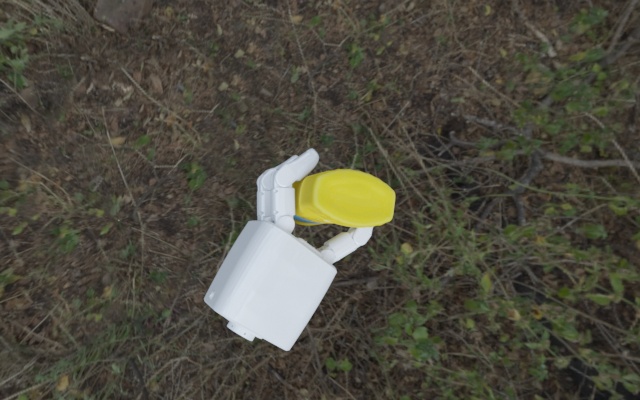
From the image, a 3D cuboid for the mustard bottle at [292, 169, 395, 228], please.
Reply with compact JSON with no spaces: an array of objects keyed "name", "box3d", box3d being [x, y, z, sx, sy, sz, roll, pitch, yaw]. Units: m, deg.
[{"name":"mustard bottle","box3d":[0.000,0.002,0.566,0.096,0.058,0.191,9,-6,-22]}]
